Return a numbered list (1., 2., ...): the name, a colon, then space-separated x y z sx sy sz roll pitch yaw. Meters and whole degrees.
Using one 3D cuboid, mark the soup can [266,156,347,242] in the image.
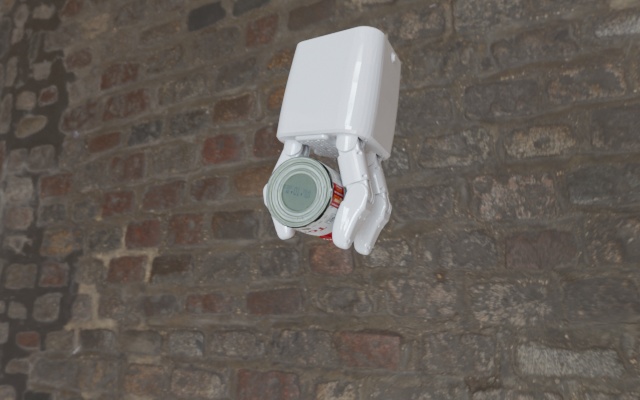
1. soup can: 0.000 0.002 0.468 0.068 0.068 0.102 0 -11 24
